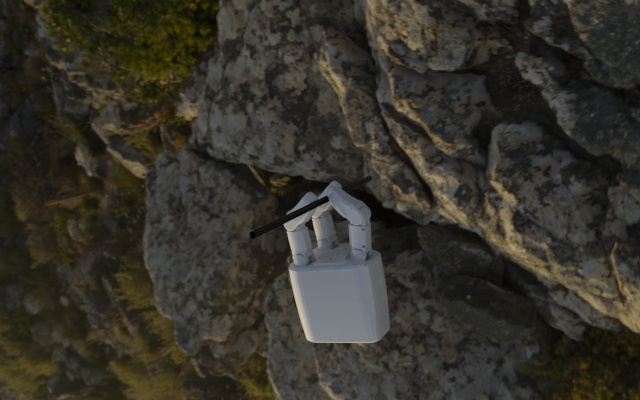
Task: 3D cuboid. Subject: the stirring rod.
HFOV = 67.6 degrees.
[{"bbox_3d":[0.000,0.002,0.576,0.011,0.011,0.239,0,16,37],"label":"stirring rod"}]
